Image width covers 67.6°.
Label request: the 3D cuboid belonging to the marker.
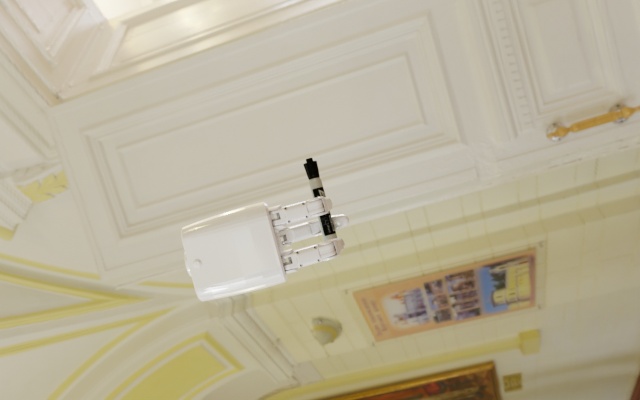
[{"bbox_3d":[0.000,0.002,0.636,0.020,0.121,0.020,-15,-2,-1],"label":"marker"}]
